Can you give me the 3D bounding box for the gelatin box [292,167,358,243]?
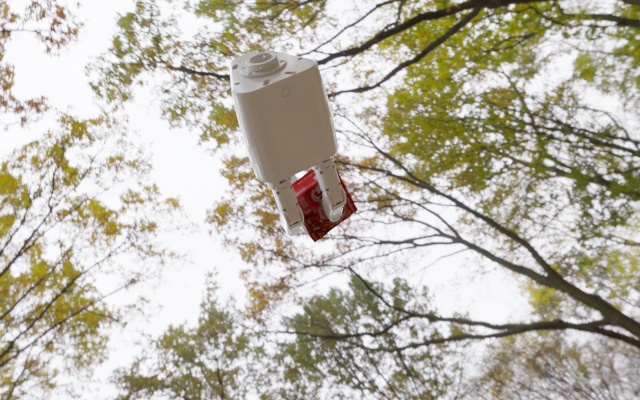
[{"bbox_3d":[0.000,0.002,0.605,0.073,0.089,0.030,-37,46,-7],"label":"gelatin box"}]
